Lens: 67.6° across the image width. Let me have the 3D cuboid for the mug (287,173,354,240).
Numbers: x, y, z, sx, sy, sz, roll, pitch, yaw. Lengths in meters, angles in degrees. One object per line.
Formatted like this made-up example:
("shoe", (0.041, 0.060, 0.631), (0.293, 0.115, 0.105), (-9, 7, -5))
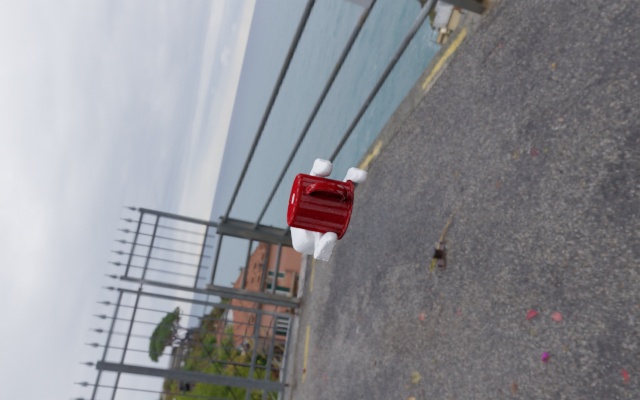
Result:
("mug", (0.000, 0.002, 0.697), (0.081, 0.093, 0.117), (11, -21, -11))
